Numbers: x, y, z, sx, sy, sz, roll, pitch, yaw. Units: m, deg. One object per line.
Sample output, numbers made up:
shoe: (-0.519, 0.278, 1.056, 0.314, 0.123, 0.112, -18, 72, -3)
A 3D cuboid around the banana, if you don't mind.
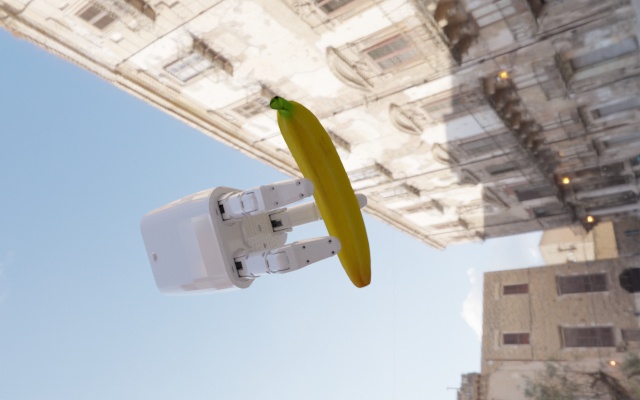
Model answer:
banana: (0.003, -0.011, 0.433, 0.037, 0.198, 0.069, -15, 27, 26)
